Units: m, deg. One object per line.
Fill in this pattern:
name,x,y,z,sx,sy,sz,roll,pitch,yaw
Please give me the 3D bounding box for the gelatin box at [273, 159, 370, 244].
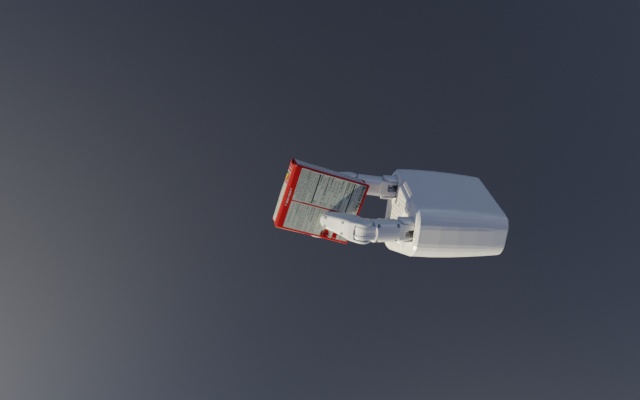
gelatin box,0.000,0.002,0.528,0.089,0.073,0.030,15,15,-17
